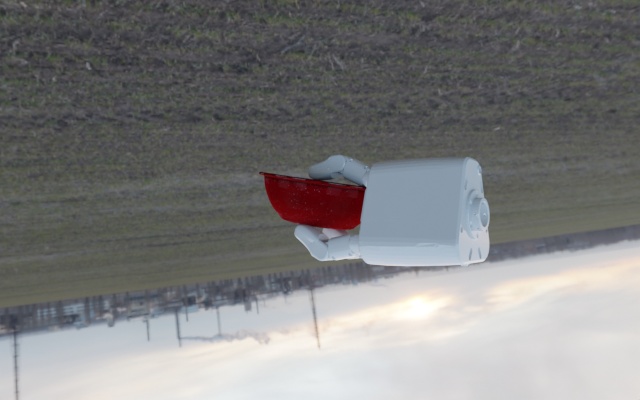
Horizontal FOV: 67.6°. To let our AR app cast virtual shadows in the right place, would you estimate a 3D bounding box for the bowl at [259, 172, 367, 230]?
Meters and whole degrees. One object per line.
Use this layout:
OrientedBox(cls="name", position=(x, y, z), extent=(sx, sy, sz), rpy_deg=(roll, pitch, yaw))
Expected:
OrientedBox(cls="bowl", position=(-0.001, 0.002, 0.596), extent=(0.162, 0.055, 0.162), rpy_deg=(9, 3, 0))
